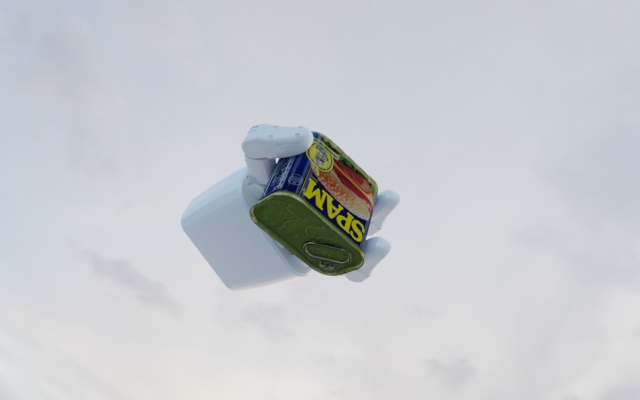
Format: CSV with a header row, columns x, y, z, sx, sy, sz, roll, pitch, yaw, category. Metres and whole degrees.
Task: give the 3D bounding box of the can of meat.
x,y,z,sx,sy,sz,roll,pitch,yaw,category
0.000,0.001,0.414,0.102,0.084,0.057,41,-45,-24,can of meat
